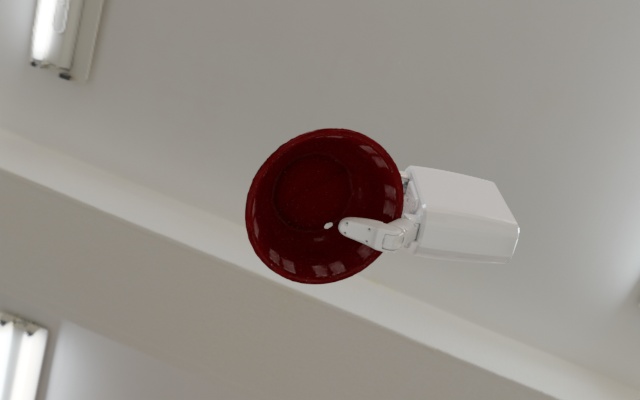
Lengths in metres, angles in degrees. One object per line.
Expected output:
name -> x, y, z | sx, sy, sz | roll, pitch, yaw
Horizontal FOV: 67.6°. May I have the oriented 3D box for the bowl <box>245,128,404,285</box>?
bowl -> -0.001, 0.001, 0.484 | 0.162, 0.162, 0.055 | 0, 20, -18
